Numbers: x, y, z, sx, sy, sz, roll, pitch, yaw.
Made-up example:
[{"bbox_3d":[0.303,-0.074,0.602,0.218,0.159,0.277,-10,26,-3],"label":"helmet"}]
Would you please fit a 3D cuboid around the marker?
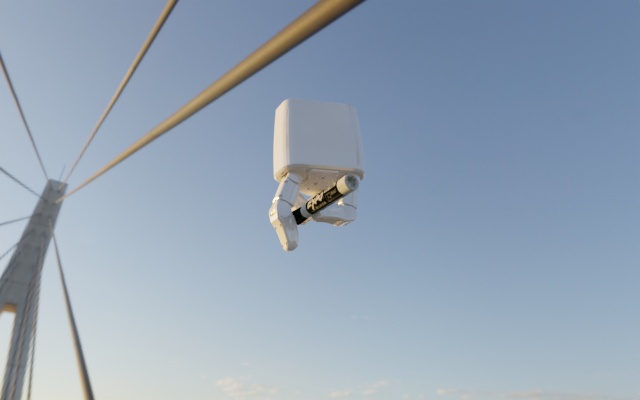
[{"bbox_3d":[0.000,0.002,0.542,0.020,0.020,0.121,0,-21,-35],"label":"marker"}]
